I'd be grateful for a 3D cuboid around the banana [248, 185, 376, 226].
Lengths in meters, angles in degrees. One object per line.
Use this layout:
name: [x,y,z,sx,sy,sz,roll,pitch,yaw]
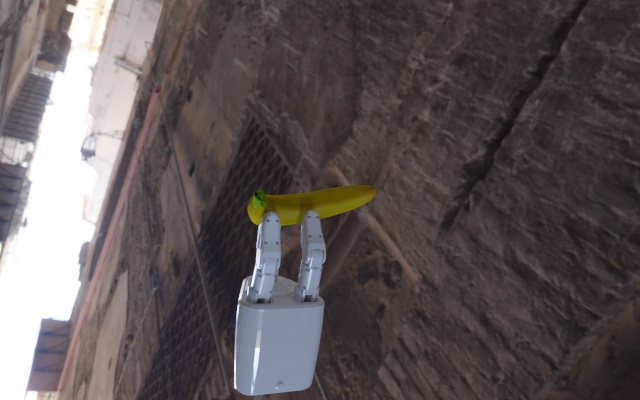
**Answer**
banana: [-0.015,0.006,0.564,0.069,0.037,0.198,-16,-6,43]
